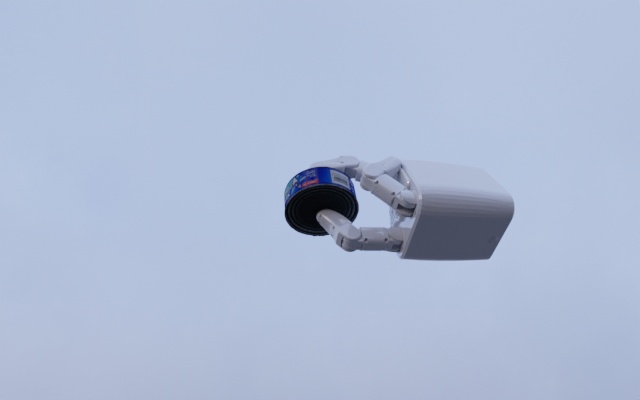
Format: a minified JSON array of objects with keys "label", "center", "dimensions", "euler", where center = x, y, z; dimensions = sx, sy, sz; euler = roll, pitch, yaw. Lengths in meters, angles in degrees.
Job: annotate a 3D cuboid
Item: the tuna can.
[{"label":"tuna can","center":[0.000,0.001,0.556],"dimensions":[0.086,0.033,0.086],"euler":[-4,-44,-4]}]
